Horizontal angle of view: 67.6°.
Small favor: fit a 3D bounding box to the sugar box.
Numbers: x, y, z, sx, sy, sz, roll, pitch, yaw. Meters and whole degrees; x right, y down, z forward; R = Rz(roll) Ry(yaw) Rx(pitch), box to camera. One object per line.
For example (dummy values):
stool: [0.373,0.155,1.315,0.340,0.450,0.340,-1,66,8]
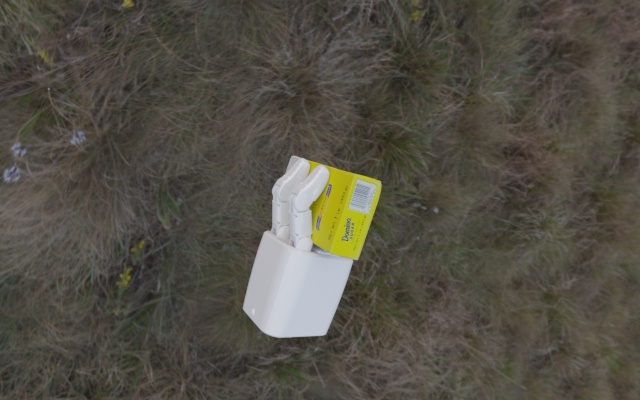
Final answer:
sugar box: [0.000,0.002,0.594,0.048,0.093,0.176,17,3,-31]
